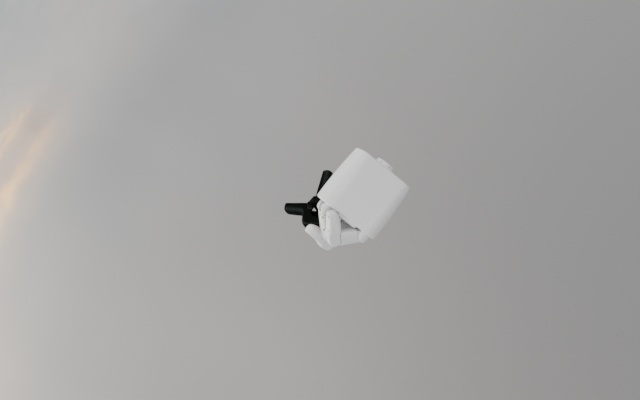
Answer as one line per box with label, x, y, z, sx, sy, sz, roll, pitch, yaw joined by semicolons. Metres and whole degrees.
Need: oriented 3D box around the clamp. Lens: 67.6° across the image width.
clamp;0.000;0.003;0.893;0.039;0.120;0.171;40;0;-30
